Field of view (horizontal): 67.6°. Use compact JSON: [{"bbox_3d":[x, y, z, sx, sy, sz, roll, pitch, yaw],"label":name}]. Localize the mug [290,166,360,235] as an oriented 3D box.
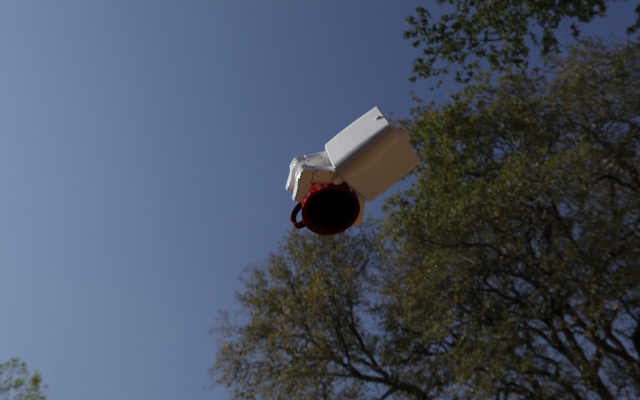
[{"bbox_3d":[-0.001,0.003,0.777,0.117,0.093,0.081,-36,34,13],"label":"mug"}]
